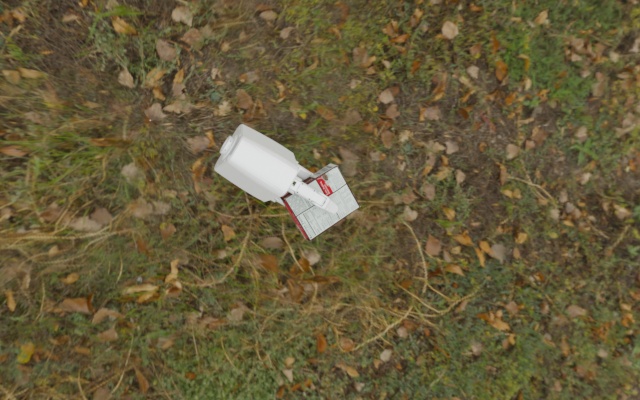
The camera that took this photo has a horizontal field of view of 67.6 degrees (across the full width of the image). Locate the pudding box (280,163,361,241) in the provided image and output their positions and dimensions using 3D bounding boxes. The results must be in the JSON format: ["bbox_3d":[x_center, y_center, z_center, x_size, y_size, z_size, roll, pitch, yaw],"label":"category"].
[{"bbox_3d":[0.000,0.003,0.825,0.113,0.090,0.039,-33,16,-11],"label":"pudding box"}]
